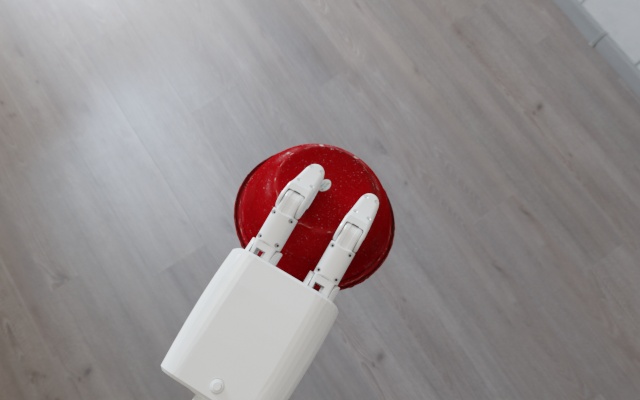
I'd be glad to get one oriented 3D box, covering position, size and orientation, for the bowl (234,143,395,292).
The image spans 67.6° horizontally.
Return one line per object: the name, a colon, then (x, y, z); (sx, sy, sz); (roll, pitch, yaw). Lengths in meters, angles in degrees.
bowl: (0.000, 0.000, 0.452); (0.162, 0.162, 0.055); (0, -30, -11)
